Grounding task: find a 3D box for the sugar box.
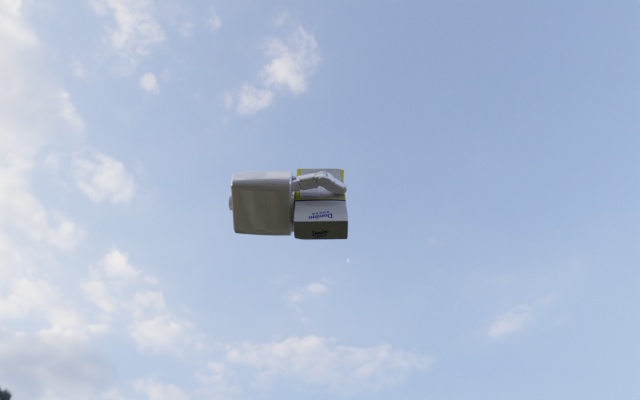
[{"bbox_3d":[0.000,0.003,0.867,0.093,0.048,0.176,0,36,0],"label":"sugar box"}]
